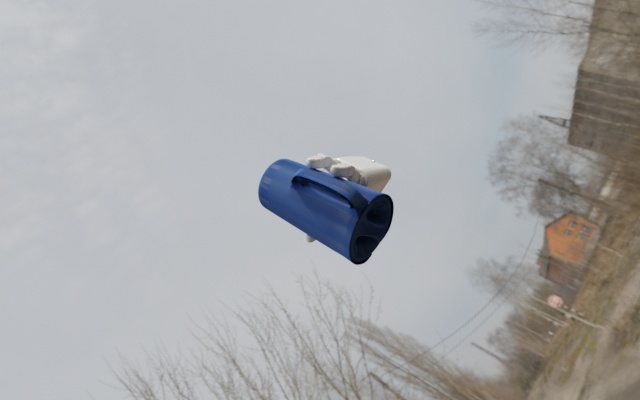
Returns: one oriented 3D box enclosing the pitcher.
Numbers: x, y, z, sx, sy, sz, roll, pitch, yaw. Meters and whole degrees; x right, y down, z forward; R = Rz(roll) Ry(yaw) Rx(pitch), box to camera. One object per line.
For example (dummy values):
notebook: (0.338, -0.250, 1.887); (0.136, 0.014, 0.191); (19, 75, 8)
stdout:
pitcher: (0.000, 0.003, 0.875); (0.242, 0.149, 0.145); (25, 23, 31)
